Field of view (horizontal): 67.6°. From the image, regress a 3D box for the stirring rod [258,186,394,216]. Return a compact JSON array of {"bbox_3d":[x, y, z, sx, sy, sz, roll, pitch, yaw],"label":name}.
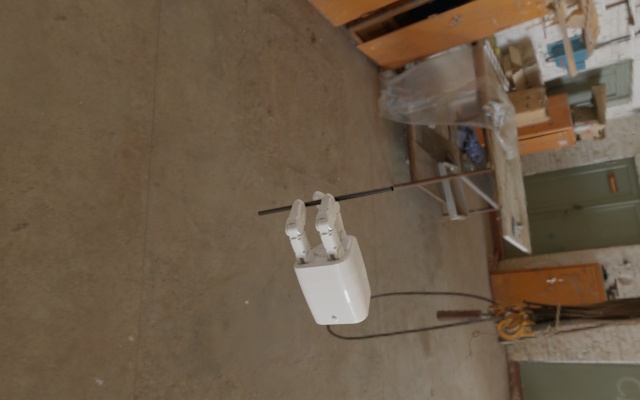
[{"bbox_3d":[0.000,0.002,0.740,0.239,0.011,0.011,-11,-6,30],"label":"stirring rod"}]
